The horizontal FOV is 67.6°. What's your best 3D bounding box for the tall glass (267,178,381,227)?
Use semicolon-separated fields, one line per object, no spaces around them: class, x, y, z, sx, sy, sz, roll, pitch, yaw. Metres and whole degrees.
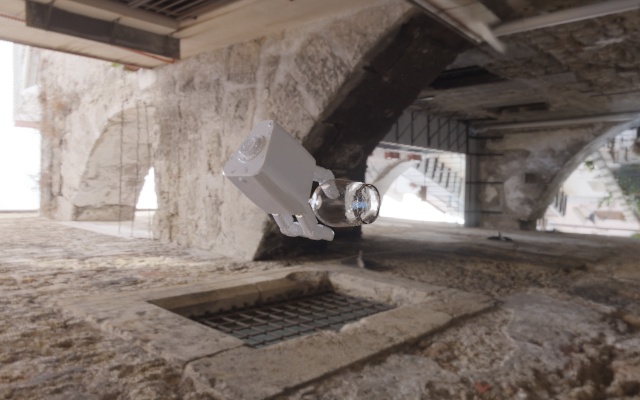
tall glass;0.000;0.003;0.791;0.201;0.079;0.079;2;2;41
